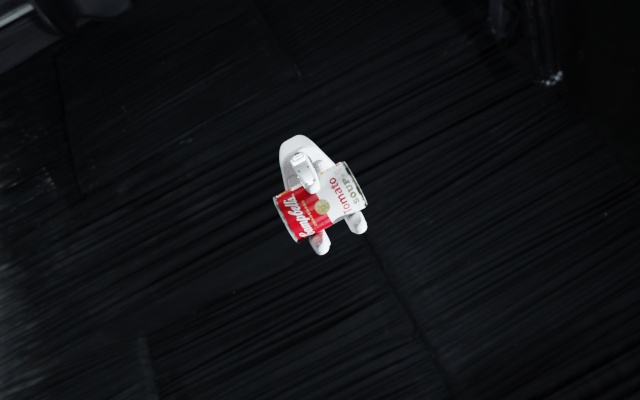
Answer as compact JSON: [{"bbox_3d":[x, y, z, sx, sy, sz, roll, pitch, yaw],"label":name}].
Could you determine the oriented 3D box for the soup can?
[{"bbox_3d":[0.000,0.002,0.612,0.102,0.068,0.068,-28,-1,1],"label":"soup can"}]
